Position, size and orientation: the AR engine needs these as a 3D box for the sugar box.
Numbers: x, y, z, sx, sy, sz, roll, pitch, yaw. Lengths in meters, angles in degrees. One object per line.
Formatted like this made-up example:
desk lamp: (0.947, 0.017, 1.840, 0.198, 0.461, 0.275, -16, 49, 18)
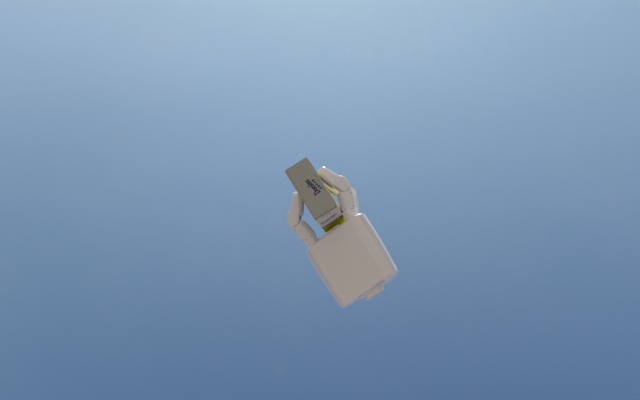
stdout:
sugar box: (0.001, 0.002, 0.777, 0.048, 0.093, 0.176, -32, -17, -2)
